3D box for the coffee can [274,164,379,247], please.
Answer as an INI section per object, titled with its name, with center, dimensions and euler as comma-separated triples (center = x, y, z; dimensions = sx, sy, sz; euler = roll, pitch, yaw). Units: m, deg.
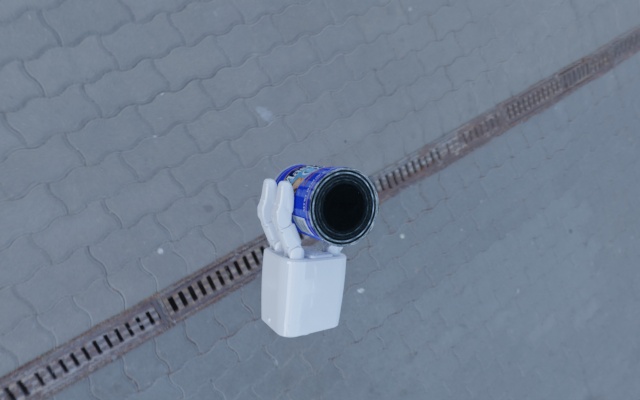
[coffee can]
center = 0.000, 0.002, 0.668
dimensions = 0.103, 0.103, 0.140
euler = 0, 6, -27
